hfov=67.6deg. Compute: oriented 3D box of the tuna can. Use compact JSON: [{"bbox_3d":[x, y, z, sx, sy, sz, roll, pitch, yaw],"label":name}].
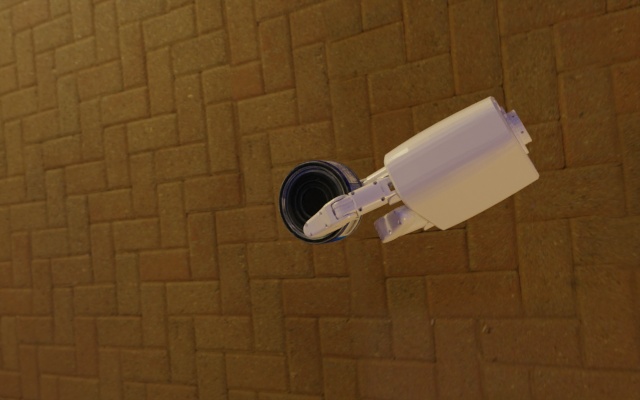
[{"bbox_3d":[0.000,0.002,0.487,0.086,0.086,0.034,0,2,29],"label":"tuna can"}]
